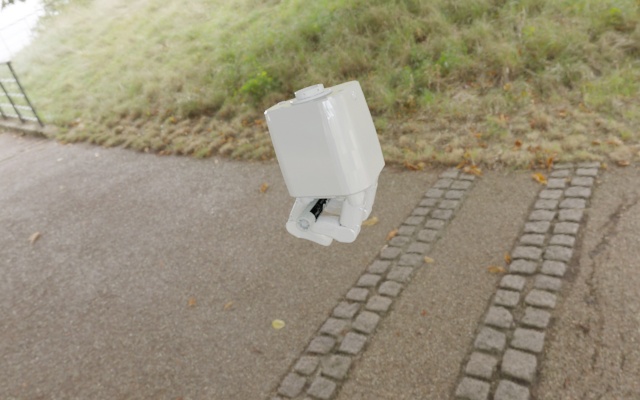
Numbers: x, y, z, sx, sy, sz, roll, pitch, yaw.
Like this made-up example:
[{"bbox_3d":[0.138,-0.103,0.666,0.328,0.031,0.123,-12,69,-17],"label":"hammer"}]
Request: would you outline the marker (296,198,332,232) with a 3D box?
[{"bbox_3d":[0.000,0.002,0.577,0.020,0.020,0.121,0,24,21],"label":"marker"}]
